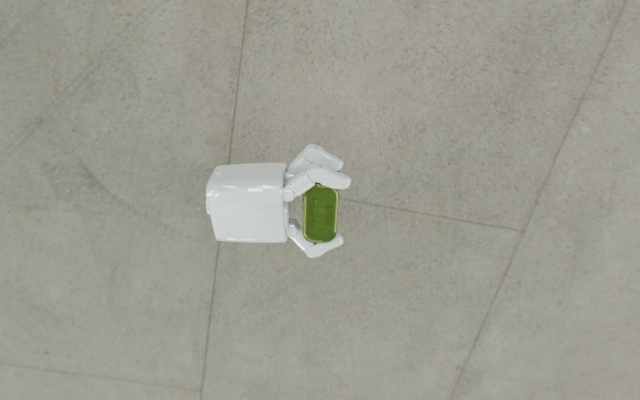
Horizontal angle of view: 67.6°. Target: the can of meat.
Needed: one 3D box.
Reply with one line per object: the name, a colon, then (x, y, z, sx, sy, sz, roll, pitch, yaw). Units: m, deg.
can of meat: (0.000, 0.003, 0.718, 0.057, 0.102, 0.084, 2, 26, -1)
